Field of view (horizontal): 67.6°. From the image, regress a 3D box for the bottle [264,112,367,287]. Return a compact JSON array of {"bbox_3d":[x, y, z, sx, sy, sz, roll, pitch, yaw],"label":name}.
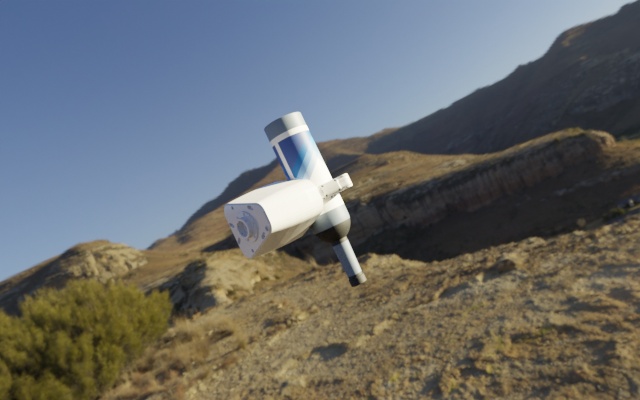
[{"bbox_3d":[0.000,0.002,0.781,0.069,0.295,0.069,-25,-1,0],"label":"bottle"}]
